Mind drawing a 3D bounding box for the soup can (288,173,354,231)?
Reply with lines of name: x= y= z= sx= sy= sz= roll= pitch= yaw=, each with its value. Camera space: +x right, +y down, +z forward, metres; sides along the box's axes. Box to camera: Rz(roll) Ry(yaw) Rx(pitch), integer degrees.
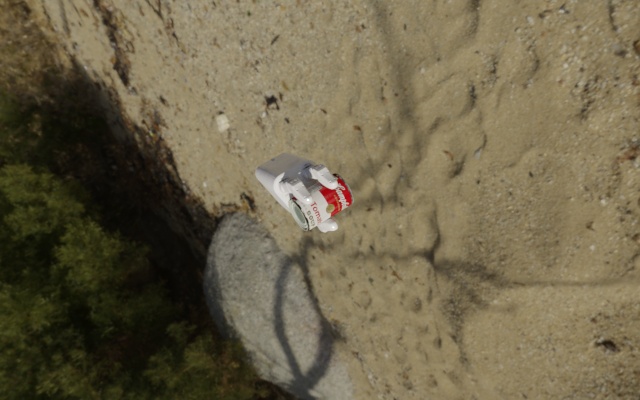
soup can: x=0.000 y=0.003 z=0.879 sx=0.102 sy=0.068 sz=0.068 roll=-30 pitch=11 yaw=-19
